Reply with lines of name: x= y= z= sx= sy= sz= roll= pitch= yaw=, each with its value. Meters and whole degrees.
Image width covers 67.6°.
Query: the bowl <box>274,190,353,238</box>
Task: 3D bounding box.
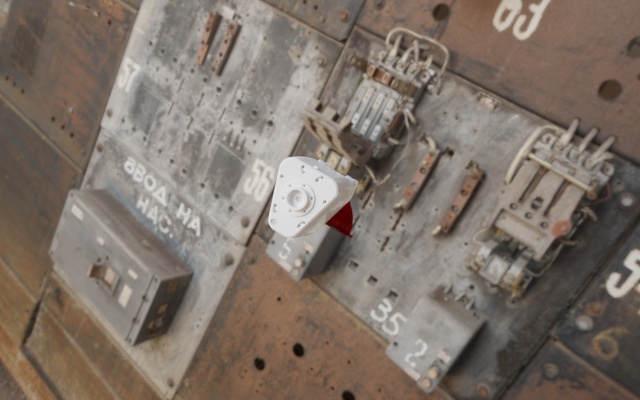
bowl: x=0.000 y=0.002 z=0.849 sx=0.162 sy=0.055 sz=0.162 roll=31 pitch=0 yaw=0
